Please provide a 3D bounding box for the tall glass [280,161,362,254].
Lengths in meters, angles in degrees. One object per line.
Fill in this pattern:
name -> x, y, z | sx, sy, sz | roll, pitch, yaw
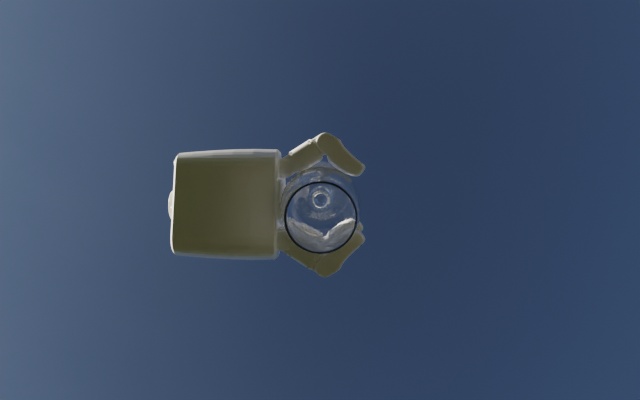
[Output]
tall glass -> 0.000, 0.001, 0.495 | 0.079, 0.079, 0.201 | 0, 7, 0
